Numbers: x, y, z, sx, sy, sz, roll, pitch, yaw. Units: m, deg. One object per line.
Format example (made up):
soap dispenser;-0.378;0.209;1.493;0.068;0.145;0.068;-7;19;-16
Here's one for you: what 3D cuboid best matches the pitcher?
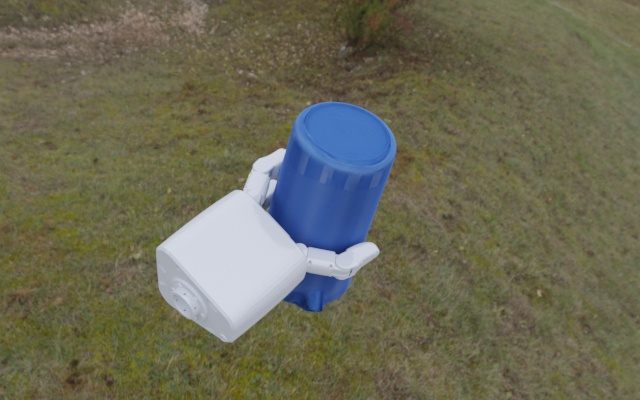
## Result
pitcher;0.000;0.002;0.569;0.149;0.243;0.145;37;49;18
